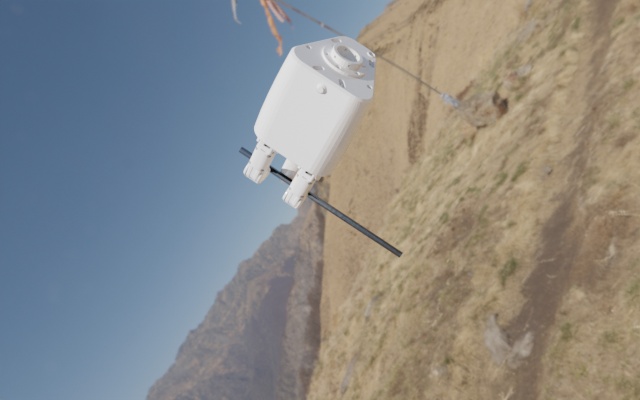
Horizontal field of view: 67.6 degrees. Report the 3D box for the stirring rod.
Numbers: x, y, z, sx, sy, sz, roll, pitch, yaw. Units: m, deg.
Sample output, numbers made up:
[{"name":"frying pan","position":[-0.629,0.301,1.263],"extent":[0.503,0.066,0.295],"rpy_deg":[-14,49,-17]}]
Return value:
[{"name":"stirring rod","position":[0.000,0.002,0.598],"extent":[0.239,0.011,0.011],"rpy_deg":[33,0,1]}]
